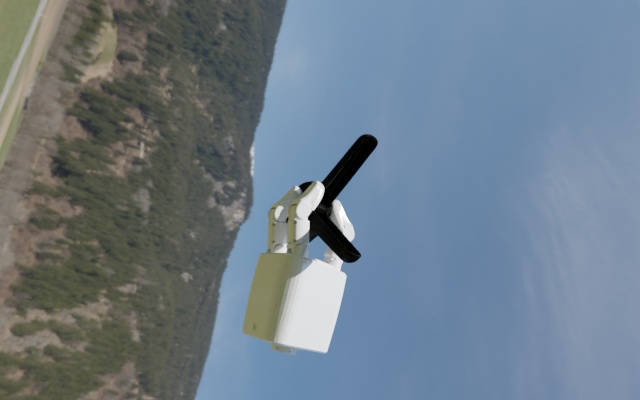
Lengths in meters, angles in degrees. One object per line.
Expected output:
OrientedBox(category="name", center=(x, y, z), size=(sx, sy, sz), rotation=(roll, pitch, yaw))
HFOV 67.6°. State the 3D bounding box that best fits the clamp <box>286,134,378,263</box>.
OrientedBox(category="clamp", center=(0.000, 0.003, 0.642), size=(0.036, 0.164, 0.210), rotation=(24, -18, -29))
